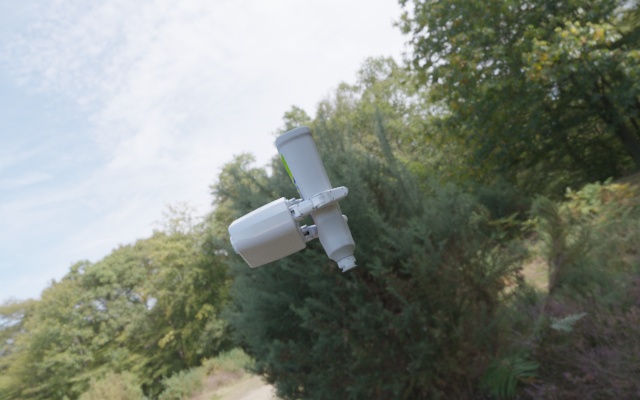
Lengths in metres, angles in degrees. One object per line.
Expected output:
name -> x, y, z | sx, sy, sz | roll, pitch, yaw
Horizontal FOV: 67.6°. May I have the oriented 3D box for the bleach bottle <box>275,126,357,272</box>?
bleach bottle -> 0.000, 0.003, 0.831 | 0.068, 0.250, 0.102 | -23, -12, -4
